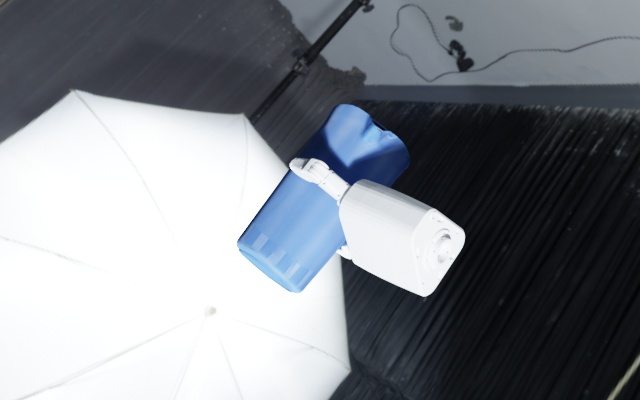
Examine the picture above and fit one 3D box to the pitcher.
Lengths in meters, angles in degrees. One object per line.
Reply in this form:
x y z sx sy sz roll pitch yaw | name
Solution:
0.000 0.002 0.652 0.145 0.242 0.149 24 -21 42 | pitcher
